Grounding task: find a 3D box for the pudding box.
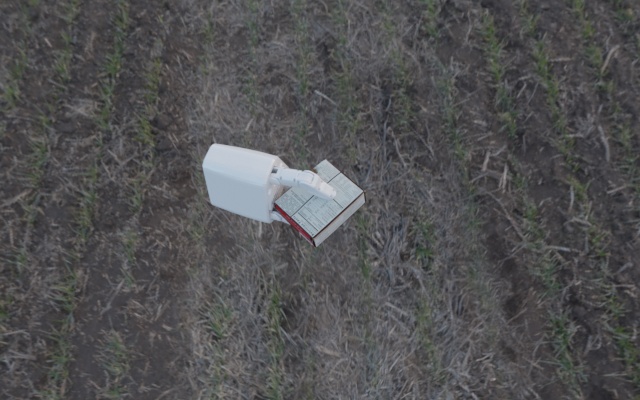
[{"bbox_3d":[0.000,0.002,0.724,0.090,0.113,0.039,42,-14,23],"label":"pudding box"}]
